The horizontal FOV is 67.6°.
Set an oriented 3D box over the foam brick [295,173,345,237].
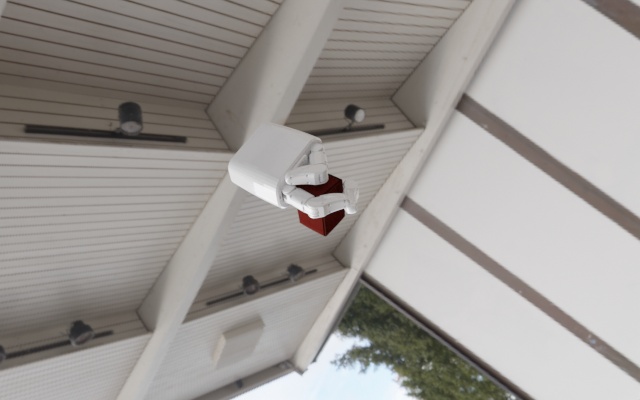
[{"bbox_3d":[0.000,0.003,0.711,0.051,0.078,0.053,24,49,30],"label":"foam brick"}]
